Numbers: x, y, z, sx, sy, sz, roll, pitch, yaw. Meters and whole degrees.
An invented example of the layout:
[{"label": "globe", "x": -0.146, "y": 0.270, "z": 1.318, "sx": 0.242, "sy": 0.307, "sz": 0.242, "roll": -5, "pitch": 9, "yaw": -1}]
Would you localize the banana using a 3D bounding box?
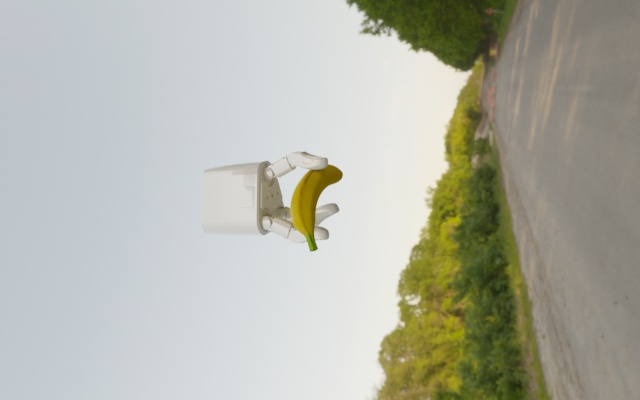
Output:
[{"label": "banana", "x": -0.007, "y": -0.011, "z": 0.711, "sx": 0.037, "sy": 0.070, "sz": 0.197, "roll": -10, "pitch": 32, "yaw": 24}]
